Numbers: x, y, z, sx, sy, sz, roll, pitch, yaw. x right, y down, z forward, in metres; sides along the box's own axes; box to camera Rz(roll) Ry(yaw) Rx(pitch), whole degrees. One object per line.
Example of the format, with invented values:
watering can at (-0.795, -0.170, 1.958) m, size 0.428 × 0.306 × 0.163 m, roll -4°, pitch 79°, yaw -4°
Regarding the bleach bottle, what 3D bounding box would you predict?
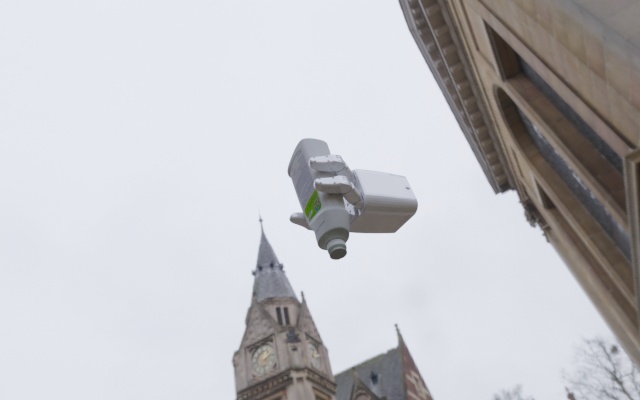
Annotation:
bleach bottle at (0.000, 0.003, 0.834) m, size 0.068 × 0.103 × 0.250 m, roll 6°, pitch 42°, yaw -21°
